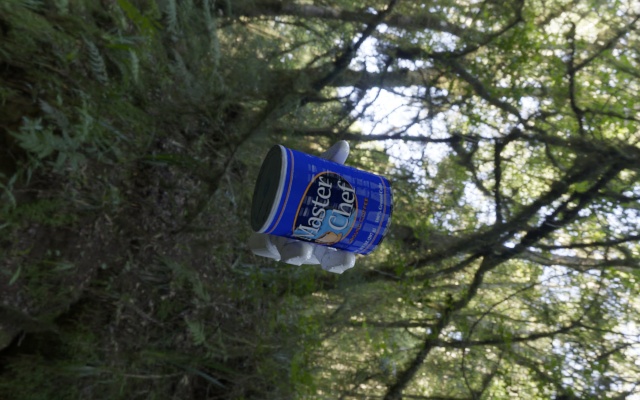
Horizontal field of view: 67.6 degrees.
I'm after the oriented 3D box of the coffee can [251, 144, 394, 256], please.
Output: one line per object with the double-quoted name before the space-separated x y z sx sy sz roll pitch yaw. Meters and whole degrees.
"coffee can" 0.000 0.002 0.566 0.140 0.103 0.103 14 -5 -21
